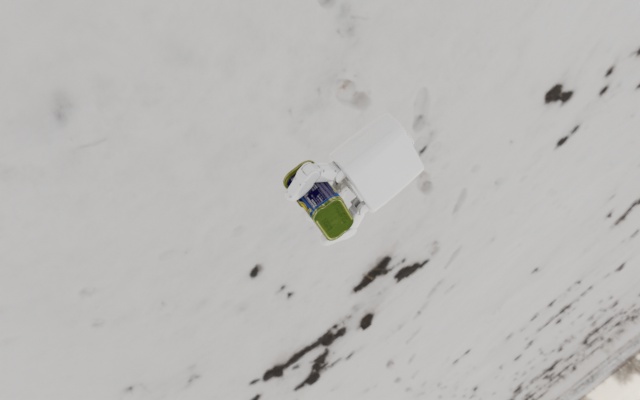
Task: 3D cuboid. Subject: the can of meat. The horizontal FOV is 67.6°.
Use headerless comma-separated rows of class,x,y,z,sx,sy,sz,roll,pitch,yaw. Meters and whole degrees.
can of meat,0.000,0.003,0.710,0.057,0.084,0.102,-37,-34,-2
